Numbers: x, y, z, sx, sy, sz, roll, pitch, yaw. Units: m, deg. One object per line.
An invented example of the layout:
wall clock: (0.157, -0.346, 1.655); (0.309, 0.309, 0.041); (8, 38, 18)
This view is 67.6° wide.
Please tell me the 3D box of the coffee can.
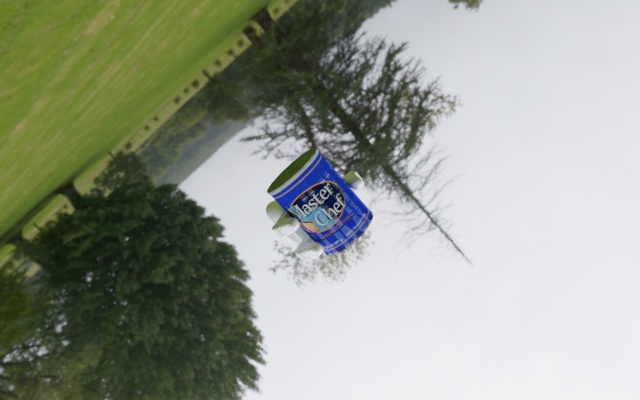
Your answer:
coffee can: (0.000, 0.002, 0.753); (0.103, 0.140, 0.102); (-39, 14, 12)
